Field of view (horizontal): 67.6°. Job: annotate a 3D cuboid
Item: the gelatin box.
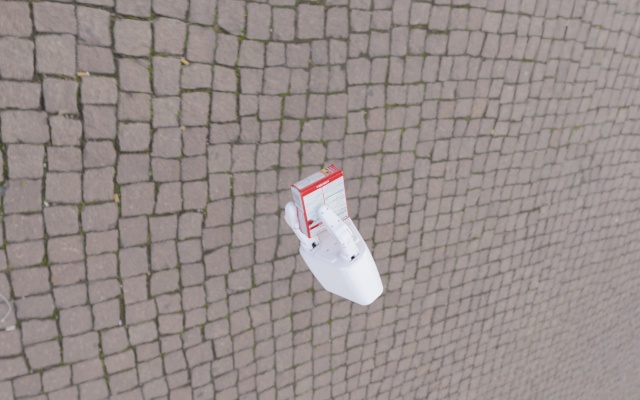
[{"bbox_3d":[0.000,0.002,0.690,0.073,0.089,0.030,-28,42,-22],"label":"gelatin box"}]
